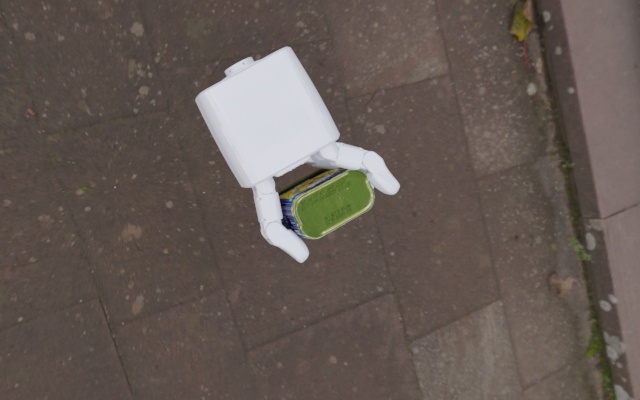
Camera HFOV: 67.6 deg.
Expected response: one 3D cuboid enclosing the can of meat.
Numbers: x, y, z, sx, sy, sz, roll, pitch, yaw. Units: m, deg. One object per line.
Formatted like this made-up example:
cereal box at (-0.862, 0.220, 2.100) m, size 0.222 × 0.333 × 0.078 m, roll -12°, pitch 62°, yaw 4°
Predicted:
can of meat at (0.000, 0.002, 0.546) m, size 0.102 × 0.057 × 0.084 m, roll -29°, pitch 12°, yaw -20°
